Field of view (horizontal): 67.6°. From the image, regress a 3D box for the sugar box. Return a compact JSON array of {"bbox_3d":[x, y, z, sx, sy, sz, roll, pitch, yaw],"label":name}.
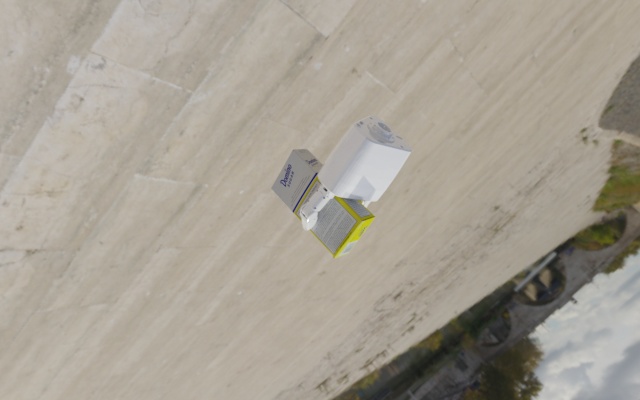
[{"bbox_3d":[0.001,0.003,0.805,0.048,0.093,0.176,-11,52,-50],"label":"sugar box"}]
